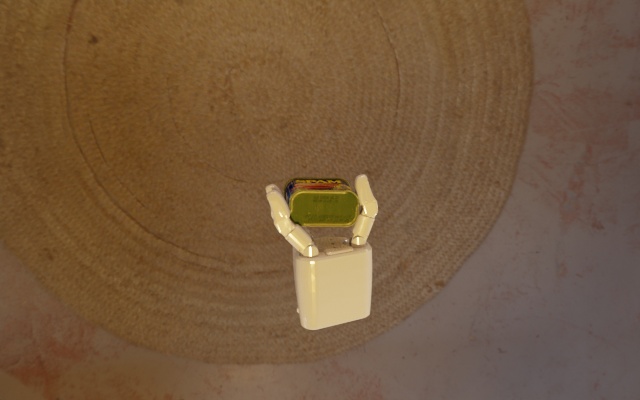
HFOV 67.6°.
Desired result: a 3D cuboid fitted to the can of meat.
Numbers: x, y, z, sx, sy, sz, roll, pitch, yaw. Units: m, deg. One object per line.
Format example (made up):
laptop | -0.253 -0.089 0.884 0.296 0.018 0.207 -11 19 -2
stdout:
can of meat | 0.000 0.002 0.681 0.102 0.057 0.084 0 13 -7
